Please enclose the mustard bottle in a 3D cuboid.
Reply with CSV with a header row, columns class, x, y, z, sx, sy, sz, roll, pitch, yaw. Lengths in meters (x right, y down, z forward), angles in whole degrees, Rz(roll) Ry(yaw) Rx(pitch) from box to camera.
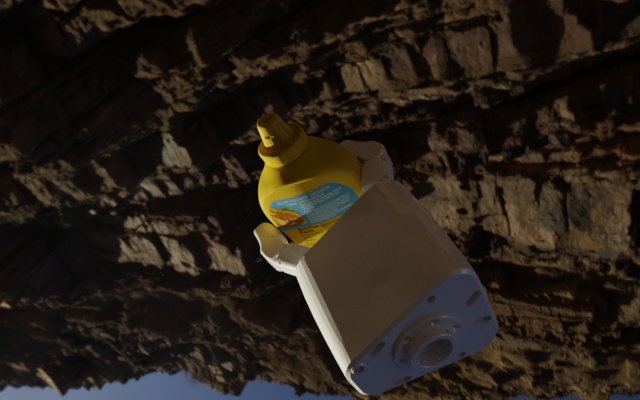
class,x,y,z,sx,sy,sz,roll,pitch,yaw
mustard bottle,0.000,0.001,0.428,0.096,0.058,0.192,-17,-50,21
